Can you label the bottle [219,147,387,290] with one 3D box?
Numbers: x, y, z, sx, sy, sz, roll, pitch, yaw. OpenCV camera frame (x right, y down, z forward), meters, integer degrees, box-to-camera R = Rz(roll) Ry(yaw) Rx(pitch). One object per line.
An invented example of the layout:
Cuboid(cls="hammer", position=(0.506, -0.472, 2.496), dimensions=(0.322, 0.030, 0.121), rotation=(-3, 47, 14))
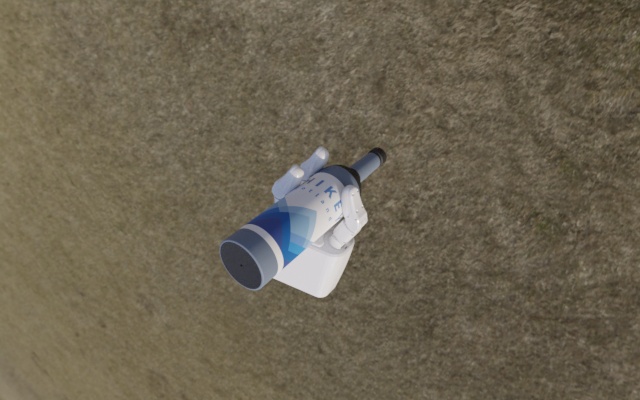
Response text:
Cuboid(cls="bottle", position=(0.000, 0.002, 0.616), dimensions=(0.069, 0.069, 0.295), rotation=(0, 28, 42))
